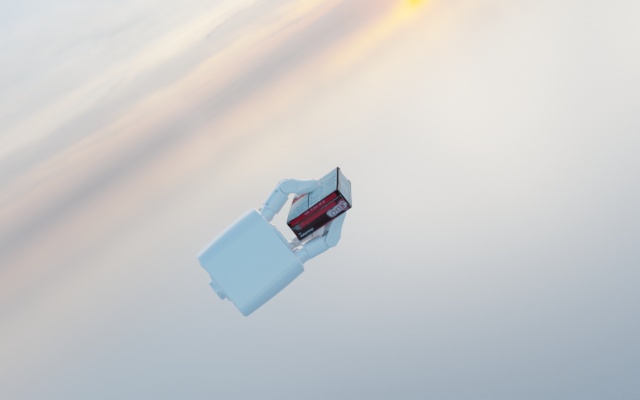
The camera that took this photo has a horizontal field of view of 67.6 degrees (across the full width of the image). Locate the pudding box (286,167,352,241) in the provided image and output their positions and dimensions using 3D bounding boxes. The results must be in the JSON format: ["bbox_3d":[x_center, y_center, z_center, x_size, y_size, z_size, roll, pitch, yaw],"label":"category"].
[{"bbox_3d":[0.000,0.002,0.697,0.090,0.039,0.113,-33,17,14],"label":"pudding box"}]
